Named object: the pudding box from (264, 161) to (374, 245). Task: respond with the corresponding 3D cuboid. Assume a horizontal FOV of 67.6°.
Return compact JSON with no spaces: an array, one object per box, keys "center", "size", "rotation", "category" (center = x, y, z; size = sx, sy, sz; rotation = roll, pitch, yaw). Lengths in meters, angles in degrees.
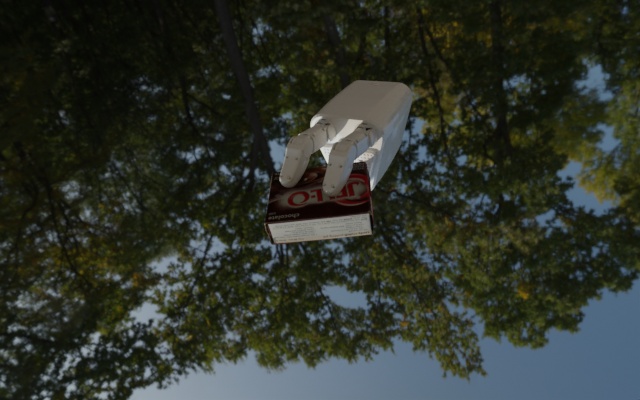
[{"center":[0.000,0.002,0.525],"size":[0.113,0.039,0.090],"rotation":[-8,37,7],"category":"pudding box"}]
